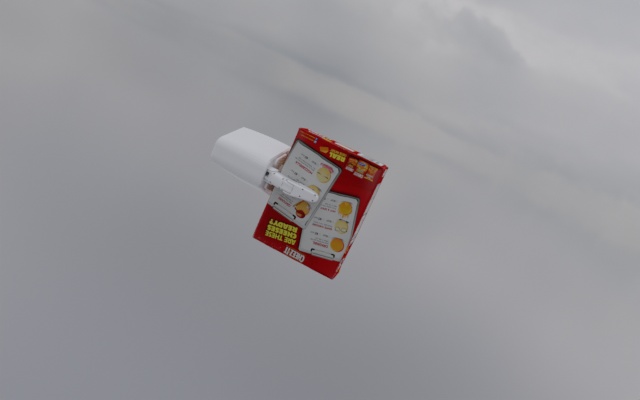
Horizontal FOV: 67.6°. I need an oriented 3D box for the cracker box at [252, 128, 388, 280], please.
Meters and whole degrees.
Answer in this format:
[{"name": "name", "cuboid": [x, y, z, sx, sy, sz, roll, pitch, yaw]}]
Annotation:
[{"name": "cracker box", "cuboid": [0.000, 0.003, 0.838, 0.164, 0.214, 0.072, 27, 12, 12]}]
